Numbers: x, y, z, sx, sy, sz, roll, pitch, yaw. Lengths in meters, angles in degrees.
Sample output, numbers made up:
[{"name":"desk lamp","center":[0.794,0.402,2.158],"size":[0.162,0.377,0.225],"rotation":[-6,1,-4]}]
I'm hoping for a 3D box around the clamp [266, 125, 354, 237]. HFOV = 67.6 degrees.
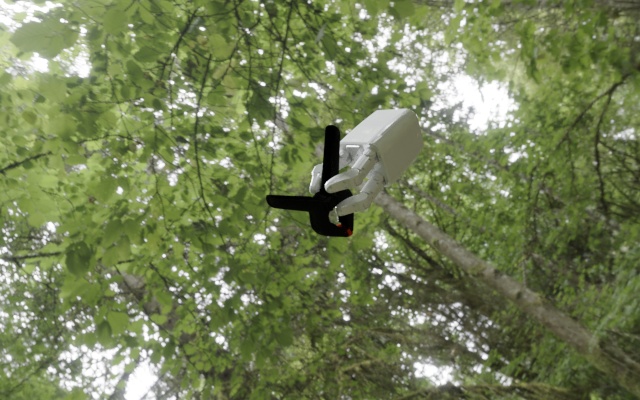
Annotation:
[{"name":"clamp","center":[0.000,0.003,0.788],"size":[0.036,0.210,0.164],"rotation":[26,62,40]}]
